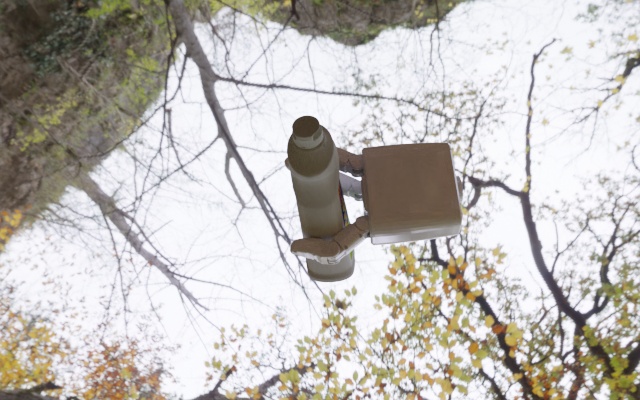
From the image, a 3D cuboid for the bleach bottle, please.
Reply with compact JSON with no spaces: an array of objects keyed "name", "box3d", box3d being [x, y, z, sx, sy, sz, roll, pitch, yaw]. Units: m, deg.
[{"name":"bleach bottle","box3d":[0.000,0.002,0.566,0.068,0.102,0.251,-5,-33,5]}]
